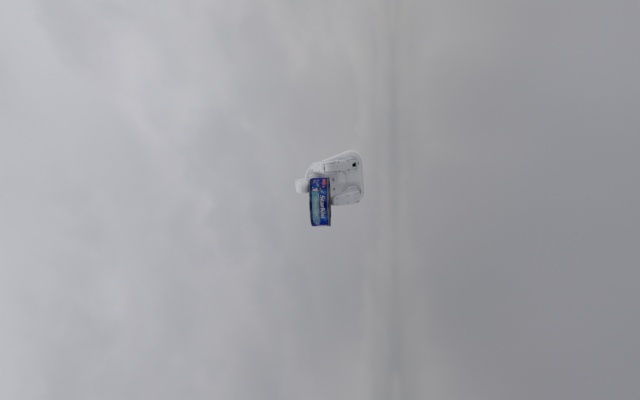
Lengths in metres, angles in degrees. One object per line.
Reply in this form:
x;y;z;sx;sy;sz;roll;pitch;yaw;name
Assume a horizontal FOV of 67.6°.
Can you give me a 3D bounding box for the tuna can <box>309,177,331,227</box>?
0.000;0.003;0.827;0.034;0.086;0.086;-2;0;3;tuna can
